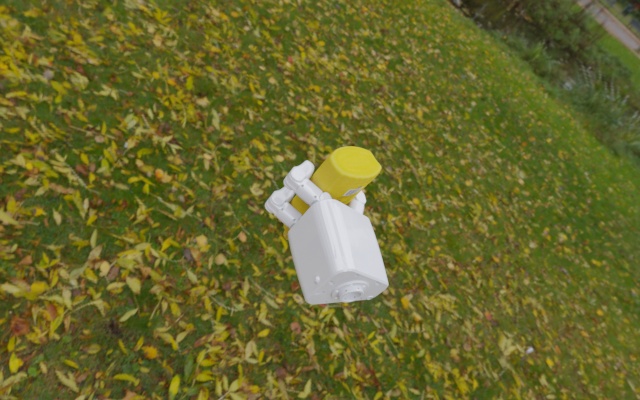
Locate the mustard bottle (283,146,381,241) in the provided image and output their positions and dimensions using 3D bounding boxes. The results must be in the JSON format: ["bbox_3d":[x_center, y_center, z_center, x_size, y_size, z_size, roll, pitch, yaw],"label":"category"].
[{"bbox_3d":[0.000,0.002,0.703,0.096,0.058,0.192,-15,-25,-48],"label":"mustard bottle"}]
